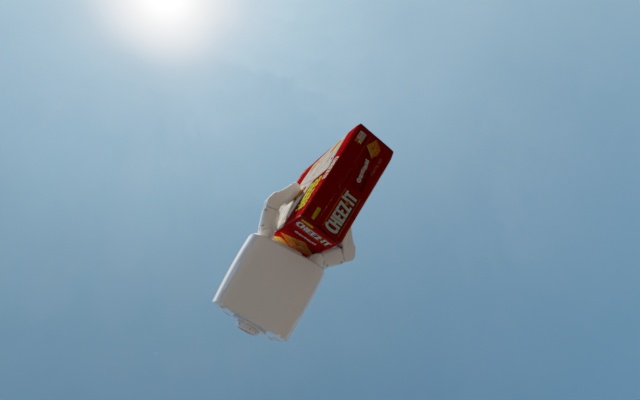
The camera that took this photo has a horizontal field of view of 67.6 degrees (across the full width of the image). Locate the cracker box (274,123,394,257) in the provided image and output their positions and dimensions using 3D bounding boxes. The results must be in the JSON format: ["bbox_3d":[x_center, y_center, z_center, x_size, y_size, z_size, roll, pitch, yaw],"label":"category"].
[{"bbox_3d":[0.000,0.002,0.707,0.072,0.164,0.214,37,-25,-10],"label":"cracker box"}]
